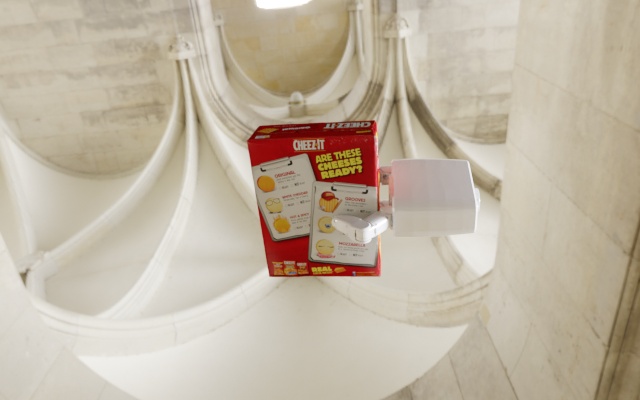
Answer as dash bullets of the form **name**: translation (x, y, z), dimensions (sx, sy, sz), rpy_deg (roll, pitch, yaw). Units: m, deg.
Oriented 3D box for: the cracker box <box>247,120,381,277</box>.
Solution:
- **cracker box**: translation (0.000, 0.002, 0.660), dimensions (0.164, 0.214, 0.072), rpy_deg (-1, 27, 8)
